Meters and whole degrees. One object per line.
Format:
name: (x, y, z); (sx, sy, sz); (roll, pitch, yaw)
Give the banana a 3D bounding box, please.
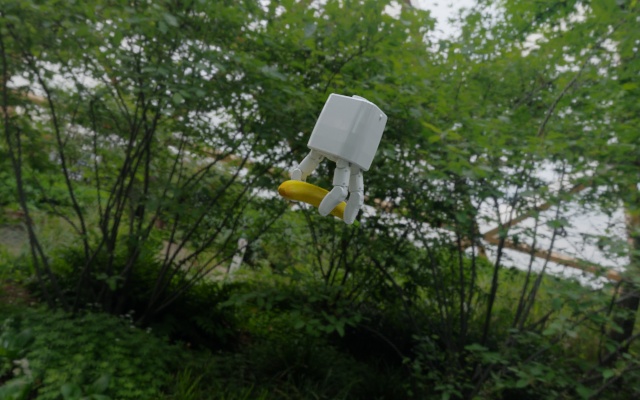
banana: (-0.007, -0.003, 0.853); (0.198, 0.037, 0.069); (22, 10, -39)
